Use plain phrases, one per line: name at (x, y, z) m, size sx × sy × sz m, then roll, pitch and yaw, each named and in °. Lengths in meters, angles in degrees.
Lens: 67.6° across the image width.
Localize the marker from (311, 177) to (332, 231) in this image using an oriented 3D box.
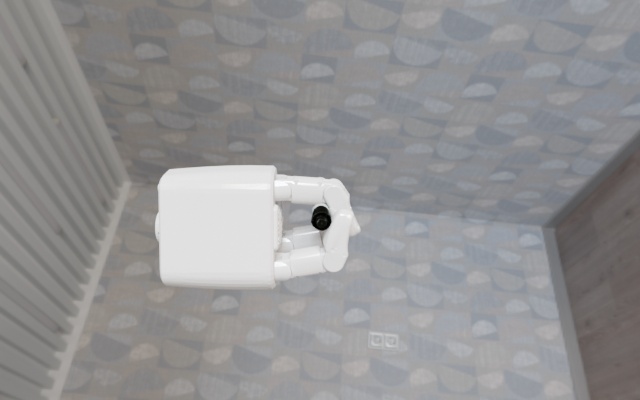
marker at (0.000, 0.002, 0.483) m, size 0.020 × 0.020 × 0.121 m, roll 0°, pitch 19°, yaw -1°
